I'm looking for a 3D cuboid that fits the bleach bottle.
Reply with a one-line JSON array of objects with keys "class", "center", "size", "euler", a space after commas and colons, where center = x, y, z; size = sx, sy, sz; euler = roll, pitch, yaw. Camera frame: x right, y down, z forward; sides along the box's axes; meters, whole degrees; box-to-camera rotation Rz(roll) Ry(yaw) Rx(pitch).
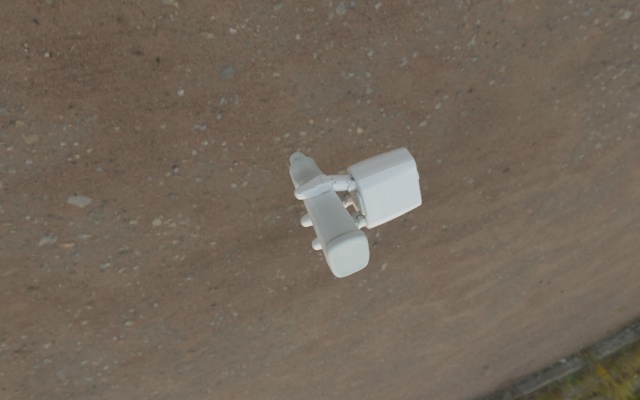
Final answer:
[{"class": "bleach bottle", "center": [0.000, 0.003, 0.808], "size": [0.068, 0.250, 0.103], "euler": [-23, -38, -6]}]
